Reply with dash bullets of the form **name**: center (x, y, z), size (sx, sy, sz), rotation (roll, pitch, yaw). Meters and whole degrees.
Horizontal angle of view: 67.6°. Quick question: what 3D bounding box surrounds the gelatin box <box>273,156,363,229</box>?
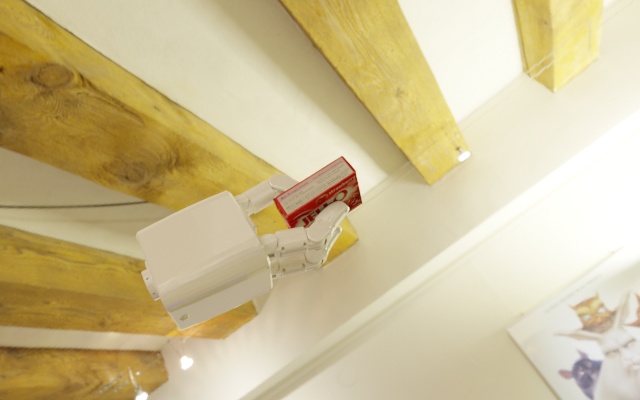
- **gelatin box**: center (0.000, 0.001, 0.518), size (0.089, 0.030, 0.073), rotation (-33, -28, -7)
